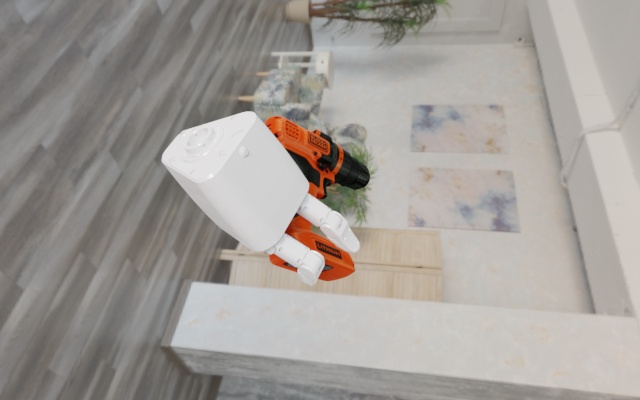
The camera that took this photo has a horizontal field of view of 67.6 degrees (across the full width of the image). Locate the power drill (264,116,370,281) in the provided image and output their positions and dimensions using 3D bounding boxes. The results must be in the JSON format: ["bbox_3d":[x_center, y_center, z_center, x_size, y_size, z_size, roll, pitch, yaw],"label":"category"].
[{"bbox_3d":[0.000,0.002,0.602,0.184,0.187,0.057,23,-38,-37],"label":"power drill"}]
